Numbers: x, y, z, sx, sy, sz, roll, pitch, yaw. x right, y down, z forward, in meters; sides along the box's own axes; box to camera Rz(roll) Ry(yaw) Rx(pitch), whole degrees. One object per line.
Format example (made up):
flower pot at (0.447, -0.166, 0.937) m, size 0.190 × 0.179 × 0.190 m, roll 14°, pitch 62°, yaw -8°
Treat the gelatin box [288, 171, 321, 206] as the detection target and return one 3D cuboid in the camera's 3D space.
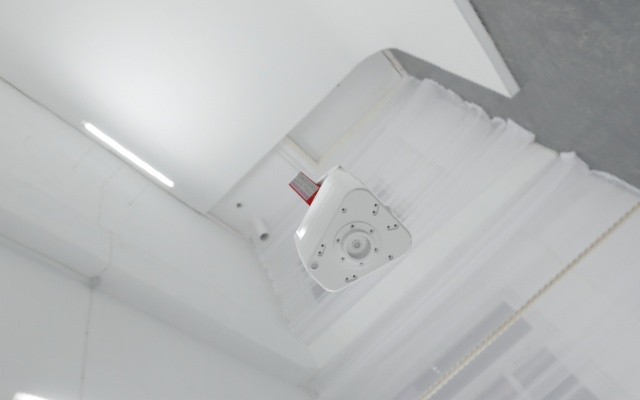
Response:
gelatin box at (0.000, 0.002, 0.664) m, size 0.073 × 0.030 × 0.089 m, roll 45°, pitch -2°, yaw -27°
